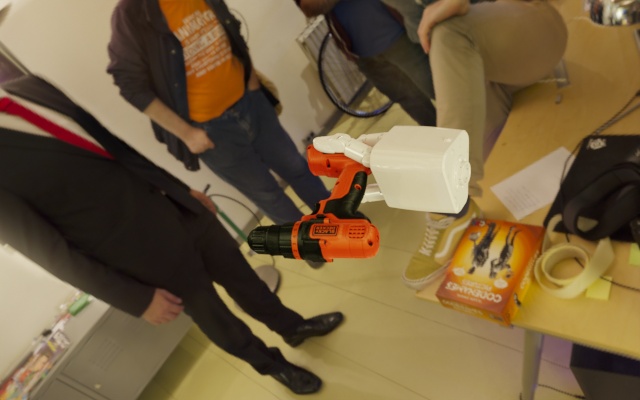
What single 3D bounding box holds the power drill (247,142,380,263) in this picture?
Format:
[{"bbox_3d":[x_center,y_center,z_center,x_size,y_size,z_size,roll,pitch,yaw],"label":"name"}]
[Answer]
[{"bbox_3d":[0.000,0.002,0.682,0.184,0.187,0.057,0,-37,17],"label":"power drill"}]
